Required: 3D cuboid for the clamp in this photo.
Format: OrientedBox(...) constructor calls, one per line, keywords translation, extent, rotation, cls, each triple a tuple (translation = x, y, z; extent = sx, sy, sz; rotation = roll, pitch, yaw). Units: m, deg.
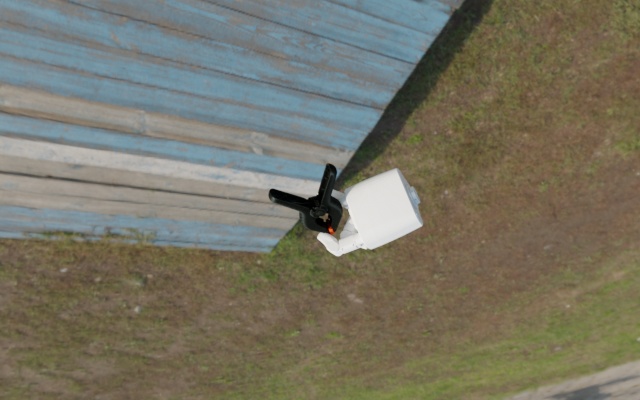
OrientedBox(translation=(0.000, 0.003, 0.834), extent=(0.120, 0.039, 0.171), rotation=(-25, -36, 17), cls="clamp")
